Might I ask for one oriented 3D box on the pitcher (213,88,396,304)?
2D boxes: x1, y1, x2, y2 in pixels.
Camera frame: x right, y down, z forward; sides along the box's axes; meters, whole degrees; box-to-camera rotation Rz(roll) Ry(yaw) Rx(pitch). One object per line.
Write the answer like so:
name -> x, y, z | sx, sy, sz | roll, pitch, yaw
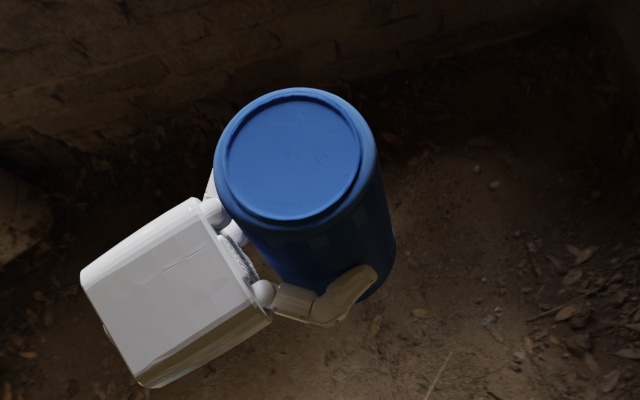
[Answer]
pitcher -> 0.000, 0.002, 0.414 | 0.145, 0.149, 0.243 | -32, -21, -4
